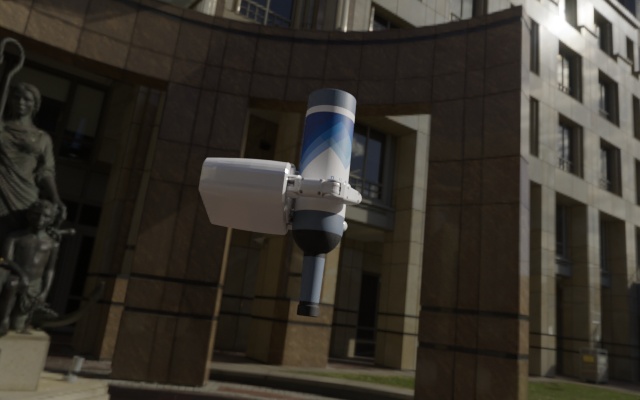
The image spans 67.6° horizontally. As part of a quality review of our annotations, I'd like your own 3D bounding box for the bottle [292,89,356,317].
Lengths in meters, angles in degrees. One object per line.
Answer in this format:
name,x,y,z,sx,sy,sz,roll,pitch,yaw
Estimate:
bottle,0.000,0.002,0.629,0.069,0.295,0.069,6,-13,2
